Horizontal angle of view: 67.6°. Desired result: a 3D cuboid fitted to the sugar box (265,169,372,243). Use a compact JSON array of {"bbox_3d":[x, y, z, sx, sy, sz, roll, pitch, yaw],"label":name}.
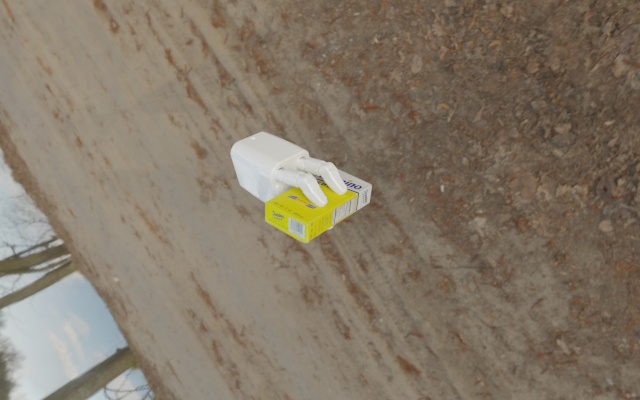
[{"bbox_3d":[0.000,0.002,0.811,0.093,0.048,0.176,26,40,30],"label":"sugar box"}]
